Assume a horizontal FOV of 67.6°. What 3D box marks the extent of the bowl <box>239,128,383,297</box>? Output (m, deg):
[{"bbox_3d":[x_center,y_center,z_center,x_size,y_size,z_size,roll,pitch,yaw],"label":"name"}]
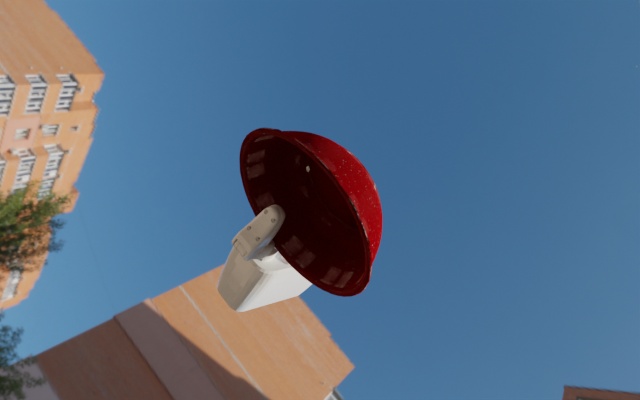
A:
[{"bbox_3d":[0.001,0.001,0.412,0.055,0.162,0.162,-34,18,-29],"label":"bowl"}]
